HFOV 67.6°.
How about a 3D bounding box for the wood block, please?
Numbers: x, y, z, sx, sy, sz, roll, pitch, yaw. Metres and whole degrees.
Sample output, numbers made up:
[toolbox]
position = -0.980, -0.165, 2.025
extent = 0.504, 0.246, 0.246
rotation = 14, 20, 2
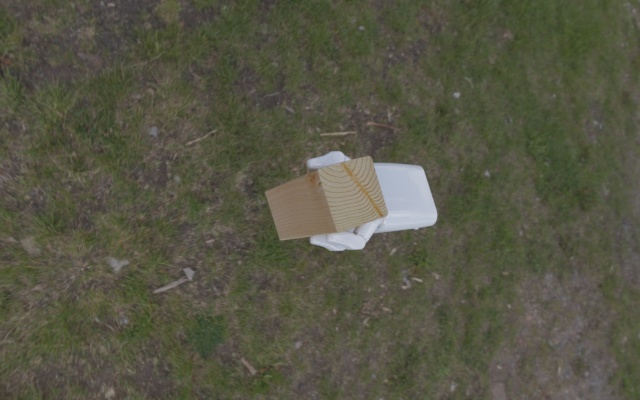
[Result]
[wood block]
position = 0.000, 0.002, 0.735
extent = 0.090, 0.091, 0.206
rotation = -17, 0, -27
